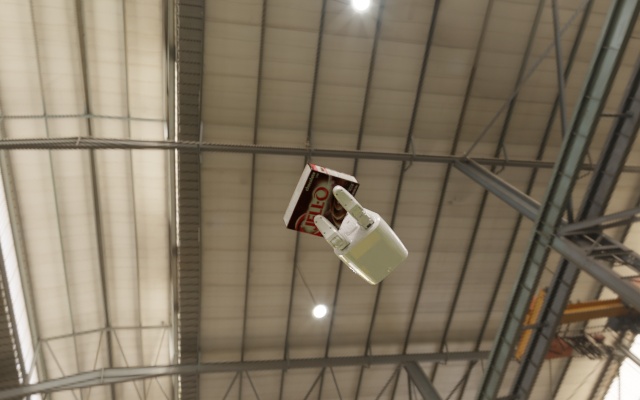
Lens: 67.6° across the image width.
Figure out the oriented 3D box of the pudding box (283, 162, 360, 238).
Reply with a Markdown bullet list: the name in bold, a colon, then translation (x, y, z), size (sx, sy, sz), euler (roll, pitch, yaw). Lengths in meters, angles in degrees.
- **pudding box**: translation (0.000, 0.003, 0.787), size (0.090, 0.113, 0.039), euler (15, 19, -24)
